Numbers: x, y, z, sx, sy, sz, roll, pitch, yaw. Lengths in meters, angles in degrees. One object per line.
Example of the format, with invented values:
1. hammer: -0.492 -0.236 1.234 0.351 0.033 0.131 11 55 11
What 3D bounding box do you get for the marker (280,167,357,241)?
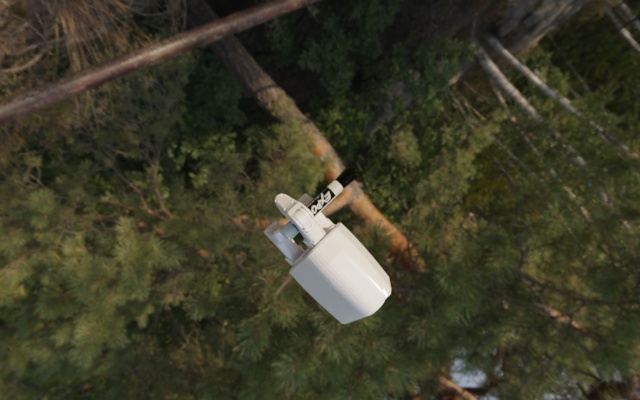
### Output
1. marker: 0.000 0.002 0.591 0.121 0.020 0.020 -43 9 -10
